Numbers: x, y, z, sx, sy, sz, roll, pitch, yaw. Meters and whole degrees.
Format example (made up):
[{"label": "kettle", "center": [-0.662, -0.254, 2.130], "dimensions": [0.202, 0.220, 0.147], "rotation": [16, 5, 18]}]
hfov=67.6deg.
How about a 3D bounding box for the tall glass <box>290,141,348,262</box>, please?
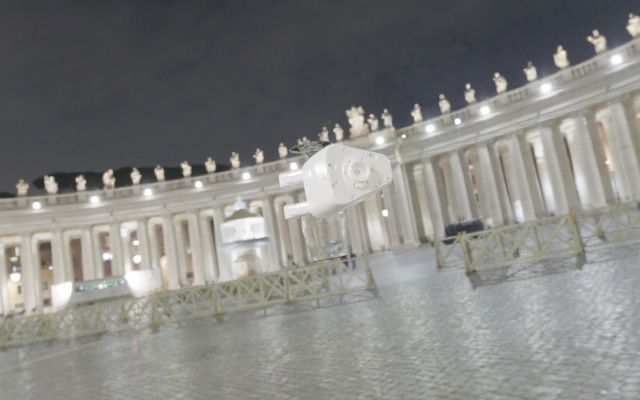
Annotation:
[{"label": "tall glass", "center": [0.000, 0.002, 0.830], "dimensions": [0.079, 0.201, 0.079], "rotation": [-10, -7, -1]}]
